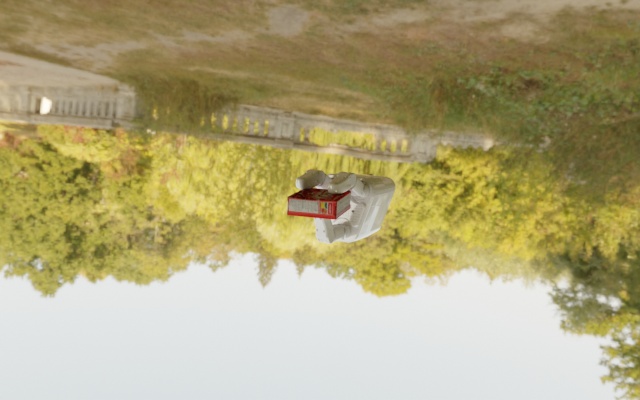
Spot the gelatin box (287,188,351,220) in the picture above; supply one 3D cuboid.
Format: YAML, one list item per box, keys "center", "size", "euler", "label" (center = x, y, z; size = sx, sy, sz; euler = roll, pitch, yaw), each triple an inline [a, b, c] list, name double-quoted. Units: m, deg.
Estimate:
- center: [0.000, 0.003, 0.700]
  size: [0.073, 0.030, 0.089]
  euler: [6, 12, 17]
  label: "gelatin box"
